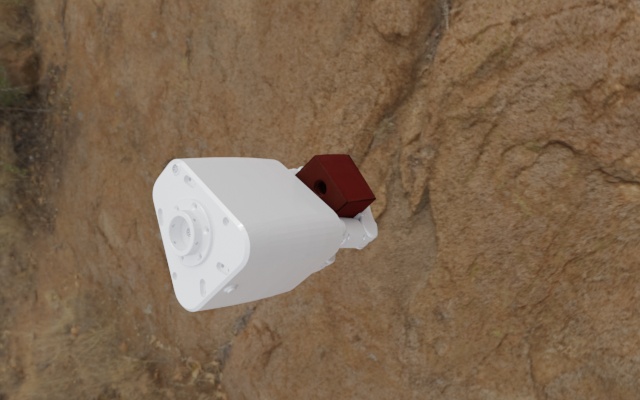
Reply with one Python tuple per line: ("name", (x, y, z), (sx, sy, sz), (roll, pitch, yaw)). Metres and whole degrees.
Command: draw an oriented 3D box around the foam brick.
("foam brick", (0.000, 0.001, 0.436), (0.078, 0.053, 0.051), (-43, -22, 30))
